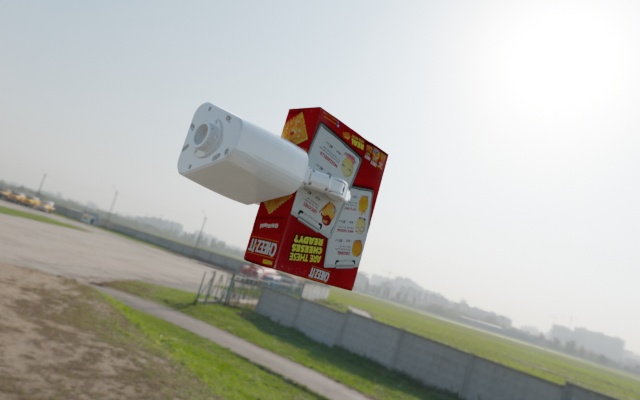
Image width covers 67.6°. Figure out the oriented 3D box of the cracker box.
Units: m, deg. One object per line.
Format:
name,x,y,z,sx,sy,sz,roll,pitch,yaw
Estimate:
cracker box,0.000,0.002,0.664,0.072,0.213,0.164,8,-12,43
